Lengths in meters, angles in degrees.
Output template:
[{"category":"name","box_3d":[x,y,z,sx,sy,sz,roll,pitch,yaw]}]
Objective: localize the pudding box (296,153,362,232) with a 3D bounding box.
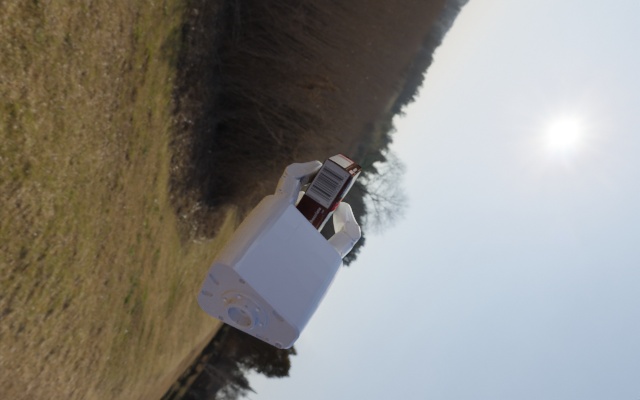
[{"category":"pudding box","box_3d":[0.000,0.002,0.562,0.039,0.113,0.090,36,14,3]}]
